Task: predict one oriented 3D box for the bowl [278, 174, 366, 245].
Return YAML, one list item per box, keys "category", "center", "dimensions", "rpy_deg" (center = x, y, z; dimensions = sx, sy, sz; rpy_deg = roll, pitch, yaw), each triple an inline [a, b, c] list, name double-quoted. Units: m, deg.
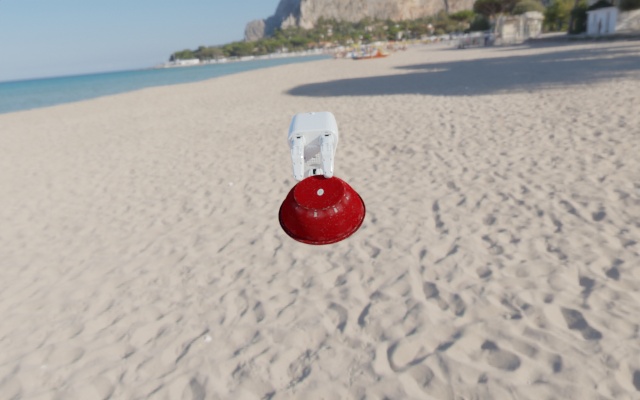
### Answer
- category: "bowl"
  center: [0.000, 0.003, 0.857]
  dimensions: [0.162, 0.162, 0.055]
  rpy_deg: [-3, -45, 3]
